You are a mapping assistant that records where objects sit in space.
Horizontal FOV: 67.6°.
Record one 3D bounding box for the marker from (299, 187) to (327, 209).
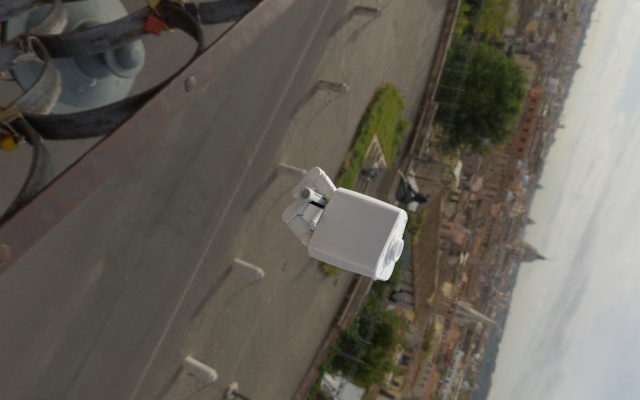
[{"bbox_3d":[0.000,0.002,0.713,0.020,0.020,0.121,0,-11,22],"label":"marker"}]
